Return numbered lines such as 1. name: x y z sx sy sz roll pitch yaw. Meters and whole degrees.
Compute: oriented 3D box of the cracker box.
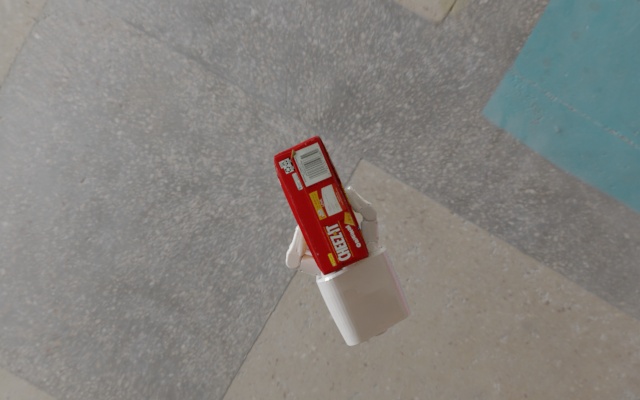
1. cracker box: 0.000 0.002 0.686 0.072 0.164 0.213 -23 3 1
